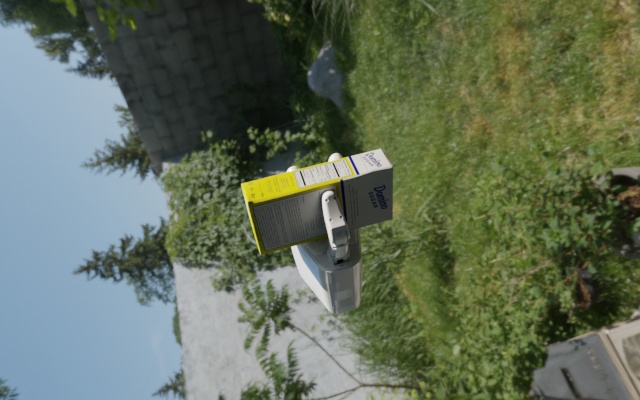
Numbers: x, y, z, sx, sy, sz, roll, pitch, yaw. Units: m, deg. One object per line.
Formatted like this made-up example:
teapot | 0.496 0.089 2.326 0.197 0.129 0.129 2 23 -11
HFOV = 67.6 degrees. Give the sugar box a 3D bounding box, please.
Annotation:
sugar box | 0.000 0.002 0.587 0.176 0.093 0.048 -16 45 -9
